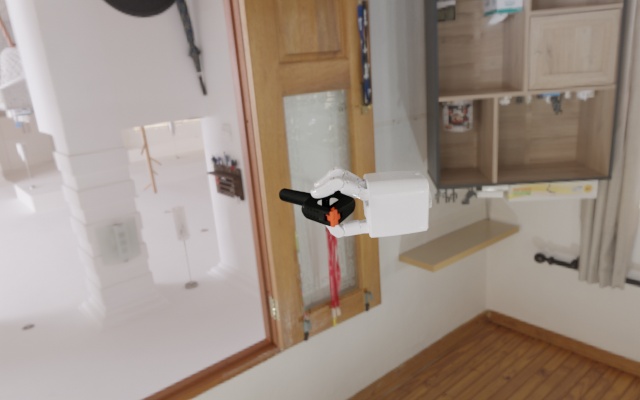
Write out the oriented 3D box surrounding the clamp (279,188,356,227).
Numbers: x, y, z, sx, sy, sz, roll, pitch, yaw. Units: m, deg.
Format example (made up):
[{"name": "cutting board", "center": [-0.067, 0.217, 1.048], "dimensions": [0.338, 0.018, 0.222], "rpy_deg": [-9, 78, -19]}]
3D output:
[{"name": "clamp", "center": [0.000, 0.004, 0.866], "dimensions": [0.164, 0.036, 0.210], "rpy_deg": [-7, 16, 2]}]
